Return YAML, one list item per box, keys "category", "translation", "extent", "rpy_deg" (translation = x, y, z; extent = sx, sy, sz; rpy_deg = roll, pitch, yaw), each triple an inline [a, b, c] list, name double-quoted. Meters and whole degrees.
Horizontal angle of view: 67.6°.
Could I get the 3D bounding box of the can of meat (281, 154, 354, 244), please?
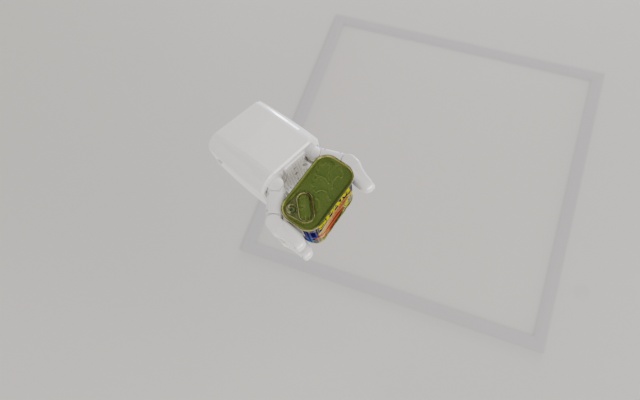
- category: "can of meat"
  translation: [0.000, 0.002, 0.633]
  extent: [0.057, 0.102, 0.084]
  rpy_deg: [34, -12, 15]
